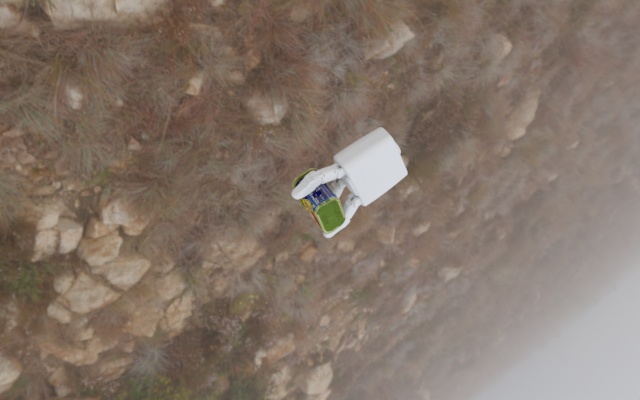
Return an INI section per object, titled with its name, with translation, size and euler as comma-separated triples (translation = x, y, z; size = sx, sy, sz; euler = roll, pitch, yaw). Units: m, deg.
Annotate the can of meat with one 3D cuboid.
[can of meat]
translation = 0.000, 0.003, 0.895
size = 0.057, 0.084, 0.102
euler = -33, -35, -7
